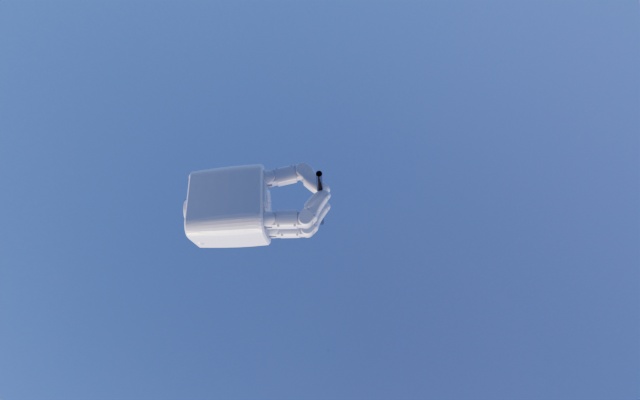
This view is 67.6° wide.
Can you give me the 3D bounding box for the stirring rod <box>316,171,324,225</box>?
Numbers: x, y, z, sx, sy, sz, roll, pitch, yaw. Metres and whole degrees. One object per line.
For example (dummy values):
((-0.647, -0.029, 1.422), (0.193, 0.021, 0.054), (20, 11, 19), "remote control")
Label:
((0.000, 0.002, 0.713), (0.011, 0.011, 0.240), (0, -17, 1), "stirring rod")
